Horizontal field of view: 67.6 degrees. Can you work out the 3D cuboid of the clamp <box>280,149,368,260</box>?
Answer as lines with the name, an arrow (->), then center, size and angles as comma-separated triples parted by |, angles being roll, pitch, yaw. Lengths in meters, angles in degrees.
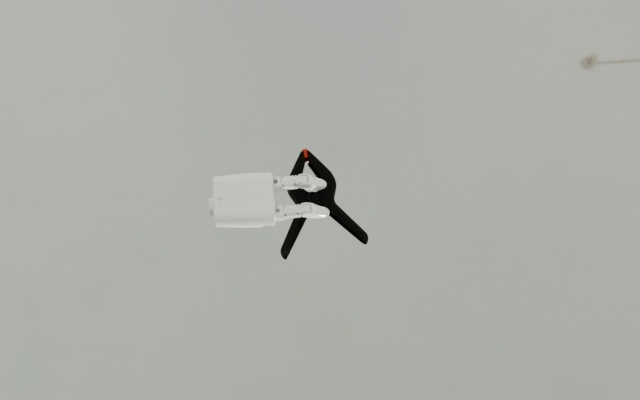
clamp -> 0.000, 0.003, 0.901 | 0.164, 0.210, 0.036 | -3, -18, -10
